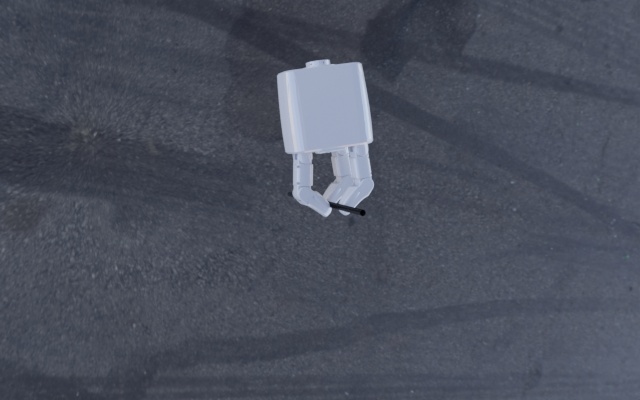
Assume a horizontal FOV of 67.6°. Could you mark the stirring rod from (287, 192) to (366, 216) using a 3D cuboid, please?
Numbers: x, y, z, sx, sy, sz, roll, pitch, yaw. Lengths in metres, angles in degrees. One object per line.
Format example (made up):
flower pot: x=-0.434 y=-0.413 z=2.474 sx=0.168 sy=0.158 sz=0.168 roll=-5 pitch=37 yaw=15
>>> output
stirring rod: x=0.000 y=0.002 z=0.688 sx=0.011 sy=0.011 sz=0.239 roll=0 pitch=6 yaw=-26
